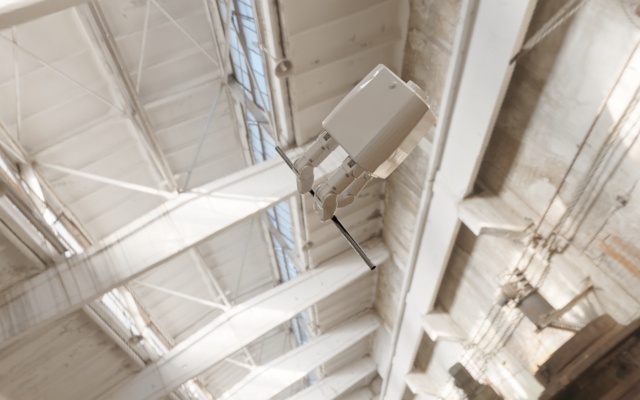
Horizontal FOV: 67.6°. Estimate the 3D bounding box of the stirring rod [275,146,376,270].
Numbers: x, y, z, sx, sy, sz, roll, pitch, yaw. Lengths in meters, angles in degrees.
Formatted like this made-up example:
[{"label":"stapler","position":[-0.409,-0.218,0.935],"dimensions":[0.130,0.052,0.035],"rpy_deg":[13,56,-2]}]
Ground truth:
[{"label":"stirring rod","position":[0.000,0.002,0.640],"dimensions":[0.011,0.011,0.239],"rpy_deg":[0,41,-45]}]
